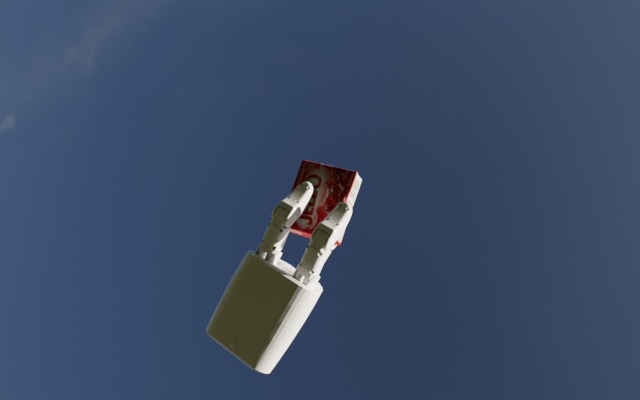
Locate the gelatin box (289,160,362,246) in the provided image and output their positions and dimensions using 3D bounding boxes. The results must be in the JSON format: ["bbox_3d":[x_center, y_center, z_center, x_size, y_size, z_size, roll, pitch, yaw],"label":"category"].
[{"bbox_3d":[0.000,0.002,0.572,0.073,0.089,0.030,14,-14,22],"label":"gelatin box"}]
